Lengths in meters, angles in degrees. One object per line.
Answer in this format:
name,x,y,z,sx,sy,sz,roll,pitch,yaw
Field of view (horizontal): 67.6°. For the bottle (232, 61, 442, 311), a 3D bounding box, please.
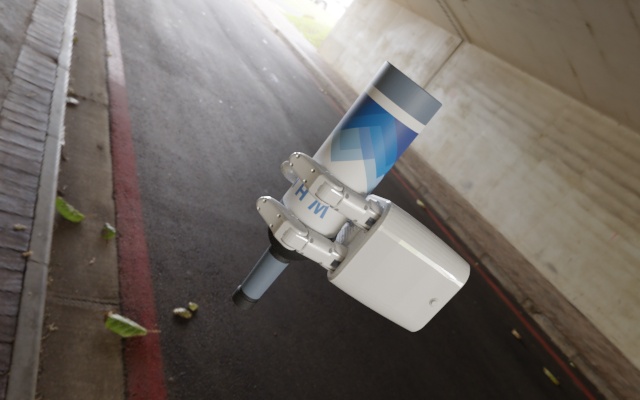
bottle,0.000,0.001,0.484,0.069,0.296,0.069,34,18,-13
